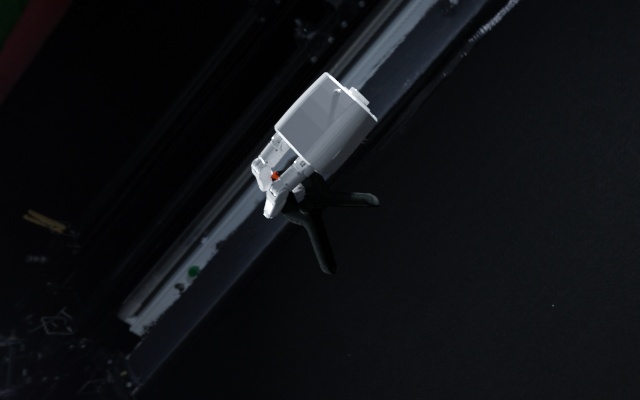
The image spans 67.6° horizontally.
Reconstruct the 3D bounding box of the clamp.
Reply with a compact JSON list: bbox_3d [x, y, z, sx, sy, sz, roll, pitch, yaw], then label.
[{"bbox_3d":[0.000,0.002,0.655,0.171,0.120,0.039,48,13,26],"label":"clamp"}]
